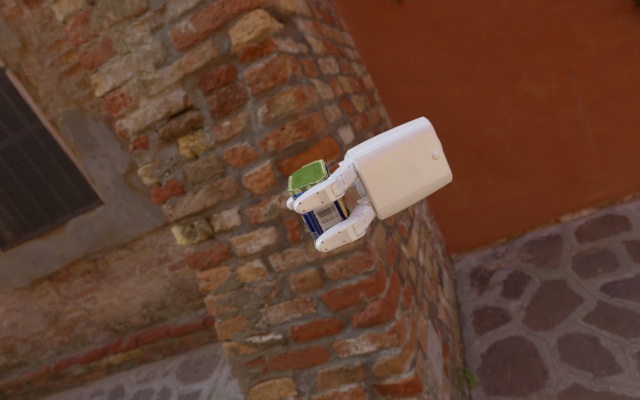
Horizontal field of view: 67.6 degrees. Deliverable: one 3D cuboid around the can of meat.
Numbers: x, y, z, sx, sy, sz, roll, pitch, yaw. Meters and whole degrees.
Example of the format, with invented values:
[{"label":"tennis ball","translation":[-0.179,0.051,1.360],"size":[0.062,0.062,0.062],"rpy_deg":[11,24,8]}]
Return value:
[{"label":"can of meat","translation":[0.000,0.002,0.614],"size":[0.057,0.084,0.102],"rpy_deg":[-25,18,5]}]
